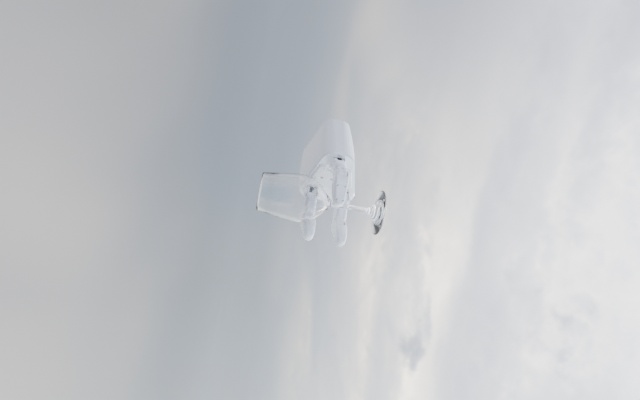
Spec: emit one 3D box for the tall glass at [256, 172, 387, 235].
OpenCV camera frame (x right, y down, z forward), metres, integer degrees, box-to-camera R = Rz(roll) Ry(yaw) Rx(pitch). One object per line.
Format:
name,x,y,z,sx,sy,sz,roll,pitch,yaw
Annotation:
tall glass,0.001,0.003,0.772,0.201,0.079,0.079,10,-2,-10
